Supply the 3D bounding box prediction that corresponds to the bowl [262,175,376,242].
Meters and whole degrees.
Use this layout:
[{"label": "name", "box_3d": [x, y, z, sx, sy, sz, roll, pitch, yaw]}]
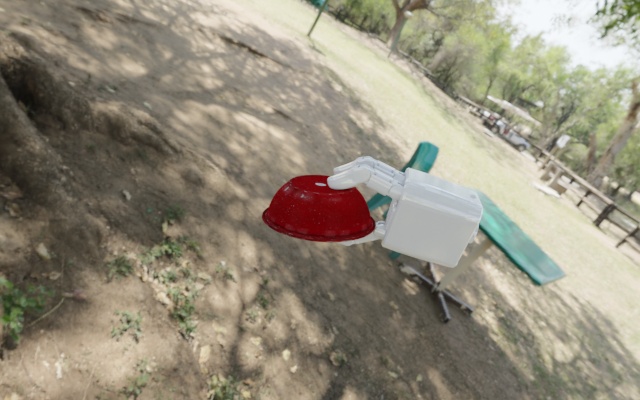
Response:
[{"label": "bowl", "box_3d": [-0.001, 0.002, 0.669, 0.162, 0.055, 0.162, 4, 18, -1]}]
